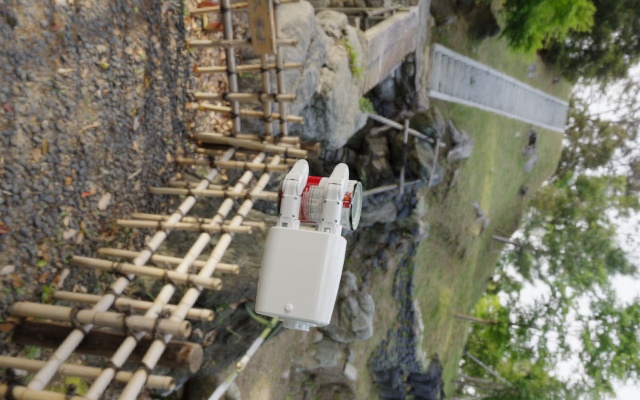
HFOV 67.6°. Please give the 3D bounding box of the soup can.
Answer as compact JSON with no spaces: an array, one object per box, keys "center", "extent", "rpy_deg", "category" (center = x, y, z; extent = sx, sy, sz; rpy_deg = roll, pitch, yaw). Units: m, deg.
[{"center":[0.000,0.002,0.646],"extent":[0.102,0.068,0.068],"rpy_deg":[6,1,14],"category":"soup can"}]
